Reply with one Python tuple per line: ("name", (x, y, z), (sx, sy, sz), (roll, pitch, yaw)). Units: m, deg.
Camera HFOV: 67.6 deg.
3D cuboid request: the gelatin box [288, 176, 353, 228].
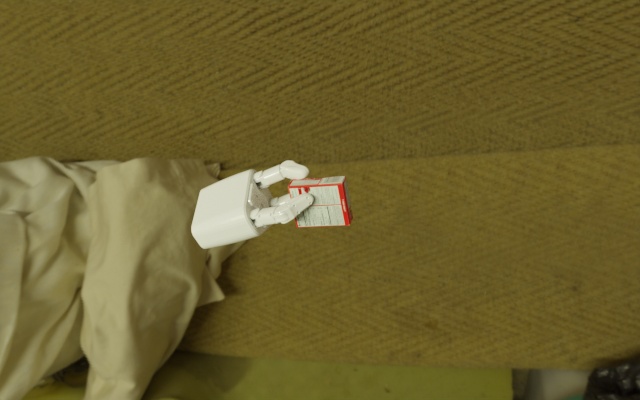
("gelatin box", (0.000, 0.003, 0.733), (0.089, 0.073, 0.030), (-3, 28, 17))
